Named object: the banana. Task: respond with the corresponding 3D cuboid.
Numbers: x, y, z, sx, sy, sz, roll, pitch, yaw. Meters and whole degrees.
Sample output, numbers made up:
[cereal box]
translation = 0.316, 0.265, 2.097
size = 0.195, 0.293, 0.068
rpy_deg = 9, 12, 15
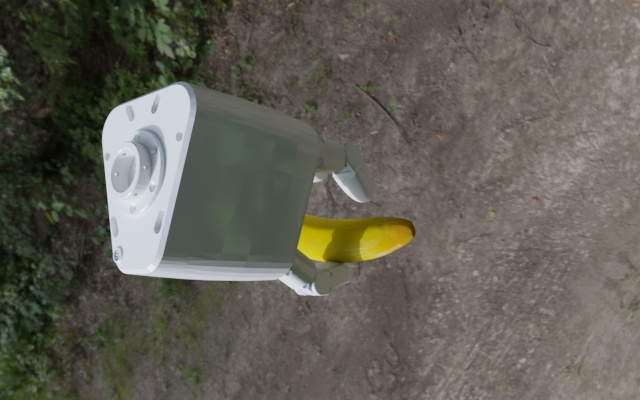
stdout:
[banana]
translation = -0.009, 0.018, 0.430
size = 0.197, 0.069, 0.037
rpy_deg = 25, 4, 39
